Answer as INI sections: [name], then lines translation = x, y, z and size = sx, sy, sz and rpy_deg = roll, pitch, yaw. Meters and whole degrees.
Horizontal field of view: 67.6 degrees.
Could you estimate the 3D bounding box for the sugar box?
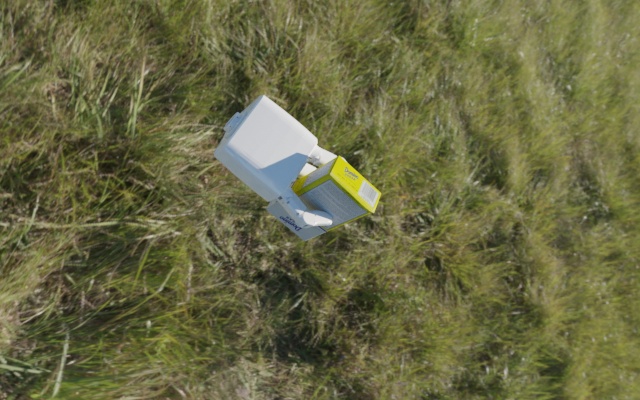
[sugar box]
translation = 0.000, 0.002, 0.749
size = 0.093, 0.048, 0.176
rpy_deg = 41, -36, -20
